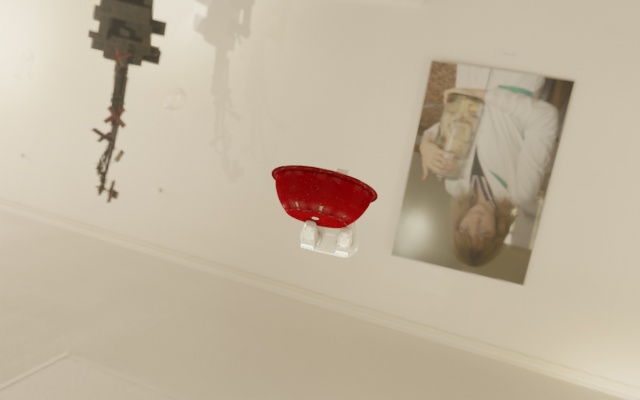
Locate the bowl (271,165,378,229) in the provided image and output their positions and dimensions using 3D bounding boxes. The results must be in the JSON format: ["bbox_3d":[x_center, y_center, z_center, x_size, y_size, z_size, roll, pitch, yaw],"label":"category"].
[{"bbox_3d":[0.000,0.002,0.702,0.162,0.055,0.162,13,-14,3],"label":"bowl"}]
